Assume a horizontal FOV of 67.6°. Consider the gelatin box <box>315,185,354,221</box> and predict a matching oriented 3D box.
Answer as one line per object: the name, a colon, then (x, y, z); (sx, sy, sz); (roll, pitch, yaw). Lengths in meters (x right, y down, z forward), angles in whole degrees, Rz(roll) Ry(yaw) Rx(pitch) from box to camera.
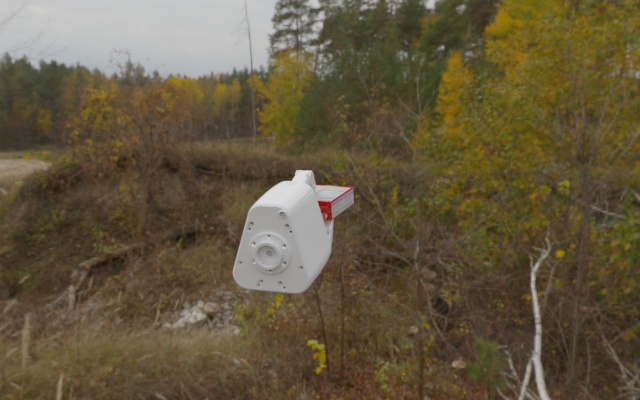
gelatin box: (0.000, 0.002, 0.706); (0.073, 0.030, 0.089); (4, 18, 25)
